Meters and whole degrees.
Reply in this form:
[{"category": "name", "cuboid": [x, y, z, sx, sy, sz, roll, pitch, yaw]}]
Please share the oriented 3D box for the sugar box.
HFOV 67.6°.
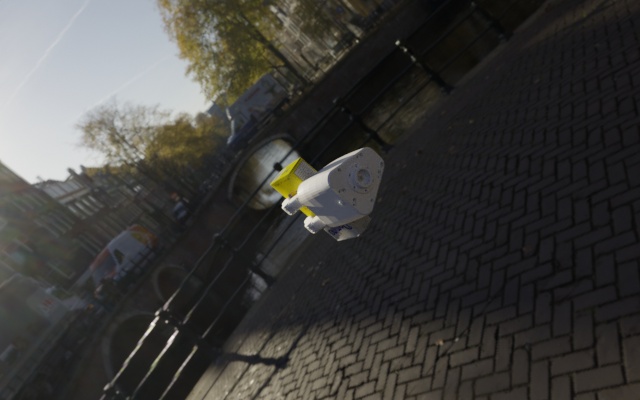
[{"category": "sugar box", "cuboid": [0.000, 0.003, 0.875, 0.176, 0.048, 0.093, 42, -27, -13]}]
